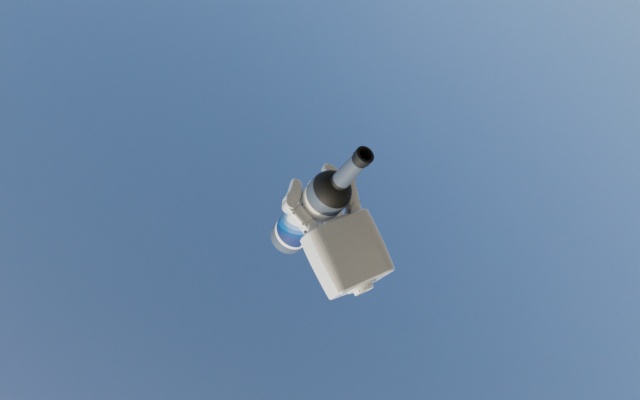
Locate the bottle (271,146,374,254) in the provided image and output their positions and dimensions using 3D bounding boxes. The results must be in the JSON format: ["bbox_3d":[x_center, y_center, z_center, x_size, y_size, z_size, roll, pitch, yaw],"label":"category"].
[{"bbox_3d":[0.000,0.003,0.764,0.069,0.069,0.296,0,-26,-28],"label":"bottle"}]
